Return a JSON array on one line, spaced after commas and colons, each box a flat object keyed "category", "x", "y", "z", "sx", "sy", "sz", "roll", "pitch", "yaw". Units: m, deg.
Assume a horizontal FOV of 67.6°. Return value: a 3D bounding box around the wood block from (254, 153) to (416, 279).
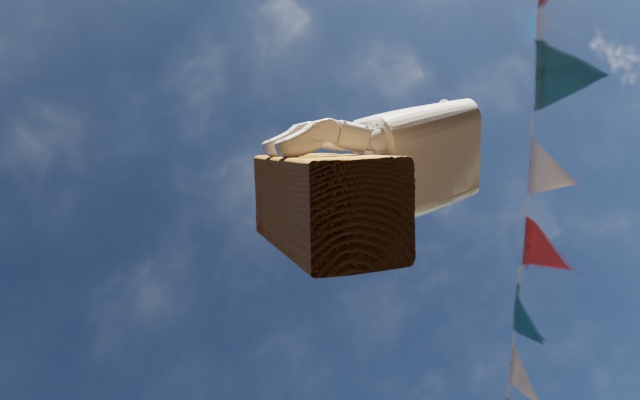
[{"category": "wood block", "x": 0.000, "y": 0.002, "z": 0.459, "sx": 0.090, "sy": 0.091, "sz": 0.206, "roll": -4, "pitch": 7, "yaw": -18}]
